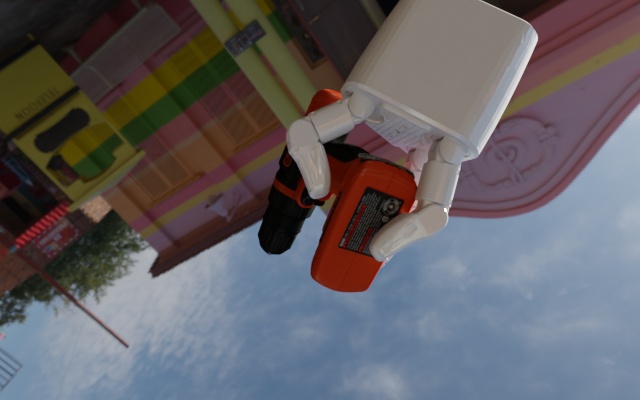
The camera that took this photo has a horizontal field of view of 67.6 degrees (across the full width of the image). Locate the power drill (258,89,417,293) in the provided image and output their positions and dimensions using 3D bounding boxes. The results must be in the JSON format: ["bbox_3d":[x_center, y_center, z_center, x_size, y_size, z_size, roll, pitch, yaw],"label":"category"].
[{"bbox_3d":[0.000,0.001,0.433,0.057,0.184,0.187,15,17,-25],"label":"power drill"}]
